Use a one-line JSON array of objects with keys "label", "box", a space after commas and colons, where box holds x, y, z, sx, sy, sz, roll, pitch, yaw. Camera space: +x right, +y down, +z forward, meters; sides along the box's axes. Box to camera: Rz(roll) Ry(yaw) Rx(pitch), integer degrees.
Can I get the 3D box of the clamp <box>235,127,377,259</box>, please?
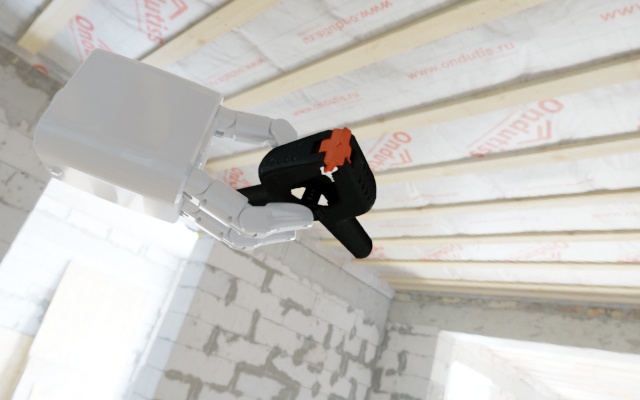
[{"label": "clamp", "box": [0.000, 0.000, 0.408, 0.164, 0.036, 0.210, 19, -22, -12]}]
